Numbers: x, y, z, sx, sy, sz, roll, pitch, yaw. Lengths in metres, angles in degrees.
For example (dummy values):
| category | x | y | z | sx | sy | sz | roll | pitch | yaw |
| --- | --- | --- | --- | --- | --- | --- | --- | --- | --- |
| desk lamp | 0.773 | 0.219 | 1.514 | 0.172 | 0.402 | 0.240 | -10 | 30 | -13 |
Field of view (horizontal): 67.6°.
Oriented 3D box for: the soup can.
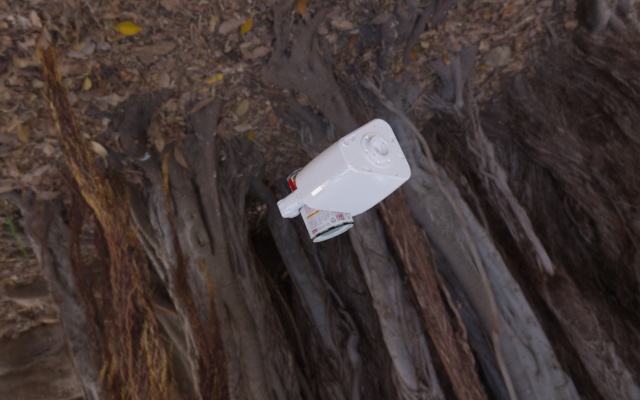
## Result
| category | x | y | z | sx | sy | sz | roll | pitch | yaw |
| --- | --- | --- | --- | --- | --- | --- | --- | --- | --- |
| soup can | 0.000 | 0.003 | 0.710 | 0.068 | 0.102 | 0.068 | -22 | -13 | -5 |
